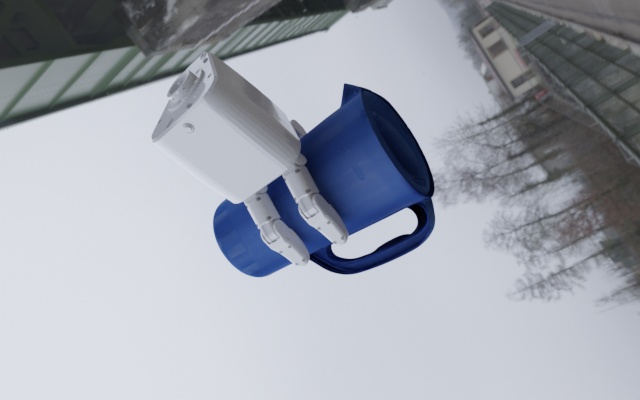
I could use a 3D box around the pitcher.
[{"bbox_3d":[0.000,0.002,0.540,0.243,0.149,0.145,-32,-51,26],"label":"pitcher"}]
